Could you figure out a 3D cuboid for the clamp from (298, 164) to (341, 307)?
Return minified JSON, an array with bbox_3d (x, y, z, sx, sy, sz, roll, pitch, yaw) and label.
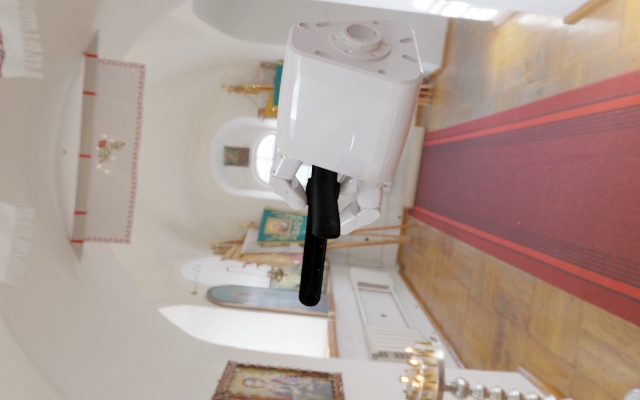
[{"bbox_3d":[-0.001,0.001,0.527,0.036,0.209,0.165,7,-41,-5],"label":"clamp"}]
